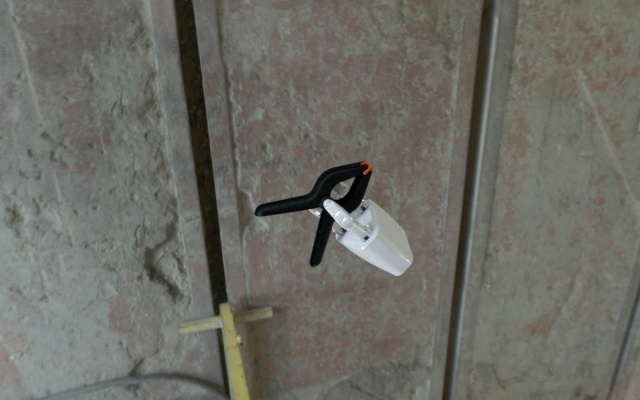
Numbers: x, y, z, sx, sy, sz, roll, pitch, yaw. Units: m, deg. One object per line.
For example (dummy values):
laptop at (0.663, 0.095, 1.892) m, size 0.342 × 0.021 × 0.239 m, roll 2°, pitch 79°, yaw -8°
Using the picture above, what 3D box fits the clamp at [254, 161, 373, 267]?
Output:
clamp at (0.001, 0.003, 0.832) m, size 0.165 × 0.210 × 0.036 m, roll 38°, pitch 8°, yaw -28°
